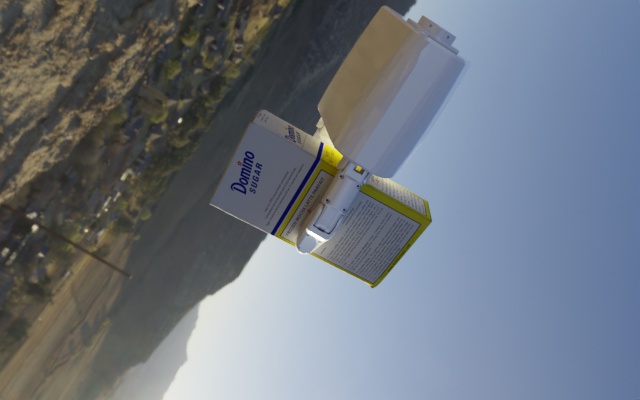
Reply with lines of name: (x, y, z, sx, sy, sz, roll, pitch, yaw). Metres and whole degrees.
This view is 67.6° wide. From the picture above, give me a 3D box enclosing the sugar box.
sugar box: (0.000, 0.001, 0.433, 0.176, 0.093, 0.048, 30, 27, -7)
